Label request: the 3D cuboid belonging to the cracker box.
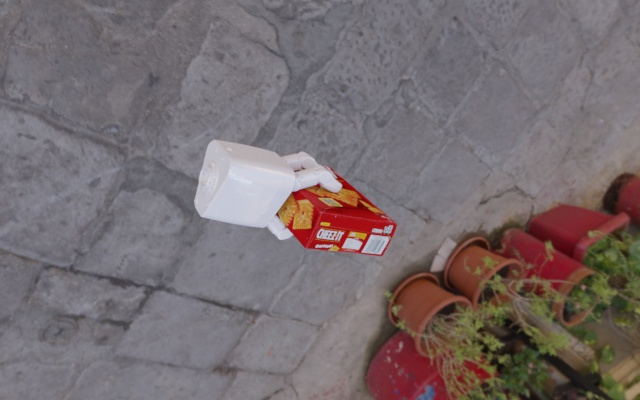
[{"bbox_3d":[0.000,0.003,0.794,0.164,0.072,0.213,10,23,-38],"label":"cracker box"}]
